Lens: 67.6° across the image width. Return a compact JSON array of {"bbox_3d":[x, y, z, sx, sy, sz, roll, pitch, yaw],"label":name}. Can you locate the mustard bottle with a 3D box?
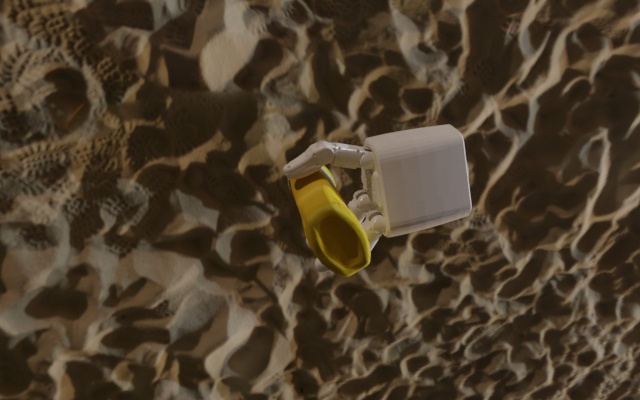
[{"bbox_3d":[0.000,0.002,0.573,0.058,0.096,0.191,-33,30,4],"label":"mustard bottle"}]
